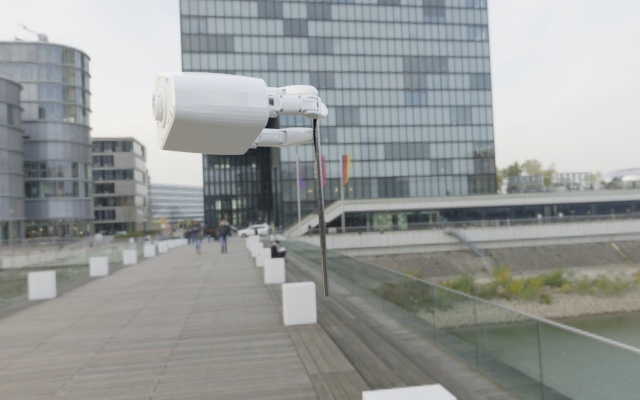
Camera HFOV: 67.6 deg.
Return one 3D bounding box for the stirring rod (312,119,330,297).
[{"bbox_3d":[0.000,0.002,0.611,0.011,0.239,0.011,-4,-1,0],"label":"stirring rod"}]
